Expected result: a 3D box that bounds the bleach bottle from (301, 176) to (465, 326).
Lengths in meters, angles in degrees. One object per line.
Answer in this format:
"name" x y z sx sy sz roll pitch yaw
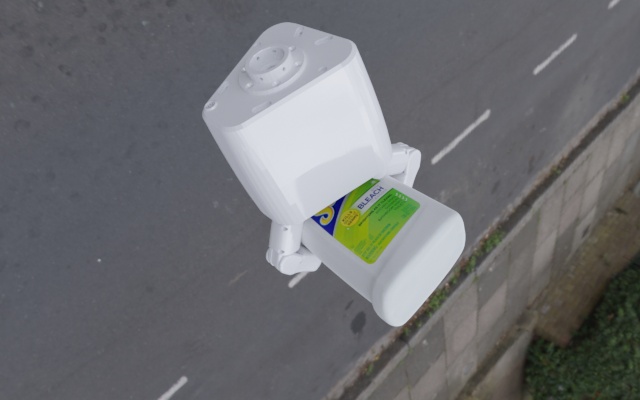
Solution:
"bleach bottle" 0.000 0.001 0.440 0.250 0.102 0.068 32 -20 38
